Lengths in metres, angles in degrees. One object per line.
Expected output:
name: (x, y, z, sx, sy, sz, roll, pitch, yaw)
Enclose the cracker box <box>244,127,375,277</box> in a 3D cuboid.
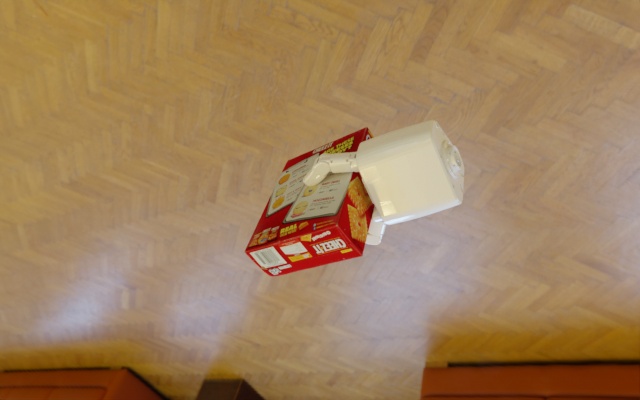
cracker box: (0.000, 0.002, 0.713, 0.164, 0.072, 0.213, -19, 34, 33)
